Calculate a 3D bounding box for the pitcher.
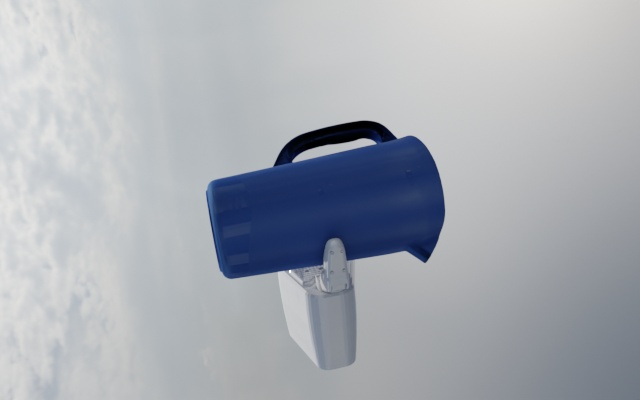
[{"bbox_3d":[0.000,0.002,0.536,0.243,0.145,0.149,-10,20,-11],"label":"pitcher"}]
